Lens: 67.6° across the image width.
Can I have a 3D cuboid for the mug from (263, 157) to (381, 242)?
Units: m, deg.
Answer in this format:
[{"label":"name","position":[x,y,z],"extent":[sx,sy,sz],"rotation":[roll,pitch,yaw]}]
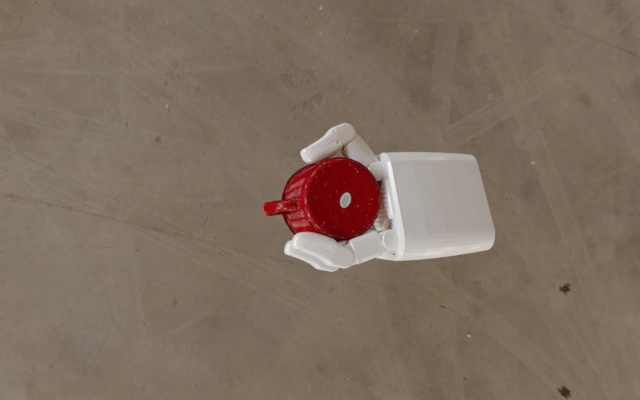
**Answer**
[{"label":"mug","position":[-0.001,0.002,0.490],"extent":[0.117,0.093,0.081],"rotation":[-3,-4,-15]}]
